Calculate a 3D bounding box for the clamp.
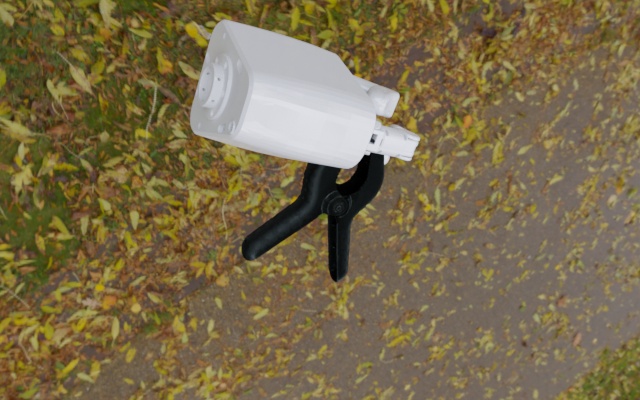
[{"bbox_3d":[0.000,0.002,0.451,0.120,0.171,0.039,7,22,-35],"label":"clamp"}]
